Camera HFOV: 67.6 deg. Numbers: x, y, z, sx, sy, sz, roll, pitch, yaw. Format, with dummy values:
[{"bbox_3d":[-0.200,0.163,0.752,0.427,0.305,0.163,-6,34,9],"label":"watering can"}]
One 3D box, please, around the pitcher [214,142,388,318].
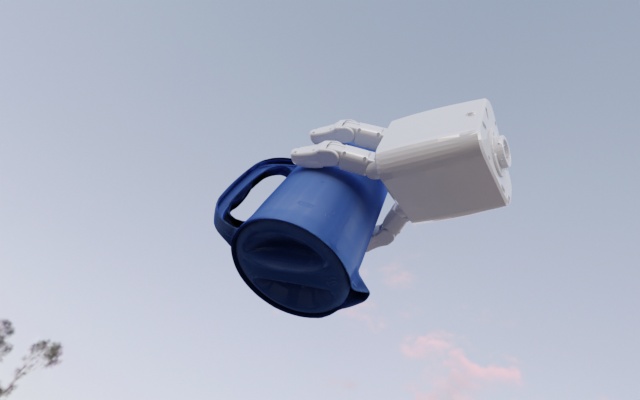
[{"bbox_3d":[0.000,0.002,0.564,0.145,0.149,0.242,-13,28,33],"label":"pitcher"}]
